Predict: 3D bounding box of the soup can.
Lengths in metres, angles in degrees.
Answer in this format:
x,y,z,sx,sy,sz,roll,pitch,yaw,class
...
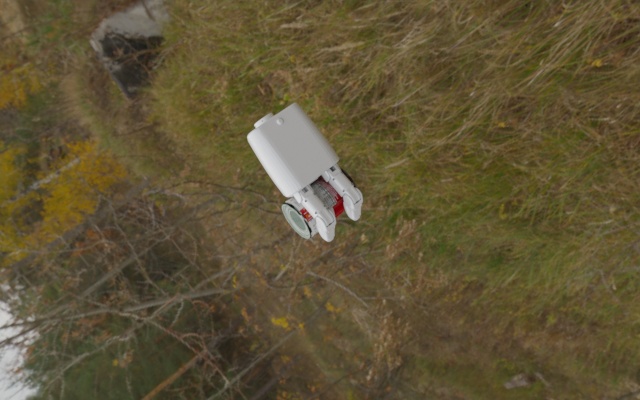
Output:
x,y,z,sx,sy,sz,roll,pitch,yaw,class
0.000,0.003,0.730,0.102,0.068,0.068,-38,16,-21,soup can
